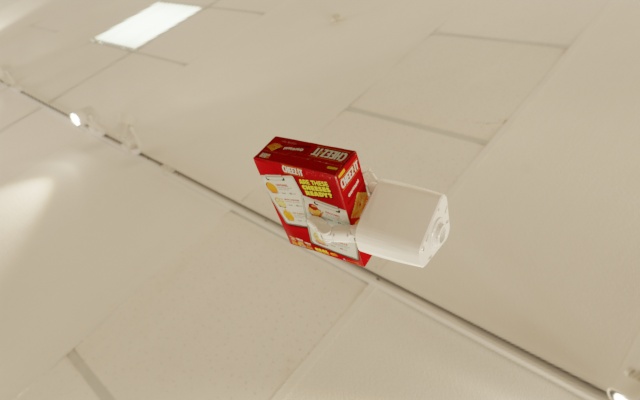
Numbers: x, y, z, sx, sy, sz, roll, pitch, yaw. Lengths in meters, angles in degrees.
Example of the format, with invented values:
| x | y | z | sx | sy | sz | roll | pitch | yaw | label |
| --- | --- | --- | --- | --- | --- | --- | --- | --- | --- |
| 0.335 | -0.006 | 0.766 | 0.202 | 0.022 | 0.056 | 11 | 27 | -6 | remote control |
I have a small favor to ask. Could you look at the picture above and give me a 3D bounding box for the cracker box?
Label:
| x | y | z | sx | sy | sz | roll | pitch | yaw | label |
| --- | --- | --- | --- | --- | --- | --- | --- | --- | --- |
| 0.000 | 0.003 | 0.806 | 0.164 | 0.214 | 0.072 | 14 | 51 | 32 | cracker box |
